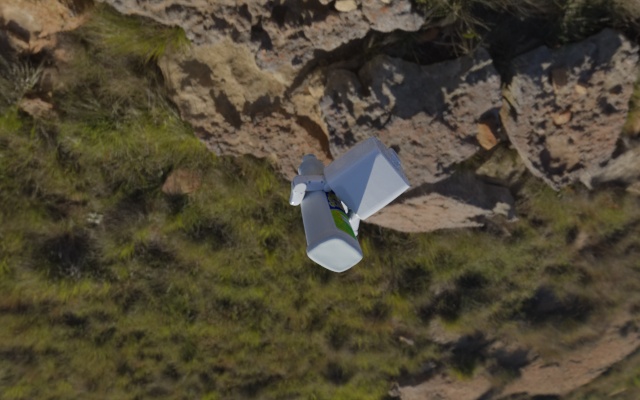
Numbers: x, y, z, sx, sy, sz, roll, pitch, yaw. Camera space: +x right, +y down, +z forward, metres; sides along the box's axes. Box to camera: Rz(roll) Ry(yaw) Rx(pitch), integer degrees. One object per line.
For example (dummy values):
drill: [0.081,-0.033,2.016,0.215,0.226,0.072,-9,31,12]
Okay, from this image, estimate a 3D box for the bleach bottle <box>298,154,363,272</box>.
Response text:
bleach bottle: [0.000,0.003,0.859,0.068,0.250,0.103,-35,-45,19]
